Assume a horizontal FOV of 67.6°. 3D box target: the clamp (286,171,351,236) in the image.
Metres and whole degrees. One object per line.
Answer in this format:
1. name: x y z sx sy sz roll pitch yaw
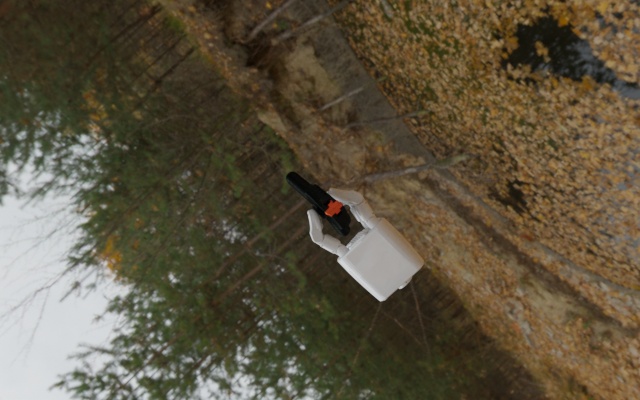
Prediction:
1. clamp: 0.000 0.003 0.836 0.164 0.036 0.210 44 -4 0
